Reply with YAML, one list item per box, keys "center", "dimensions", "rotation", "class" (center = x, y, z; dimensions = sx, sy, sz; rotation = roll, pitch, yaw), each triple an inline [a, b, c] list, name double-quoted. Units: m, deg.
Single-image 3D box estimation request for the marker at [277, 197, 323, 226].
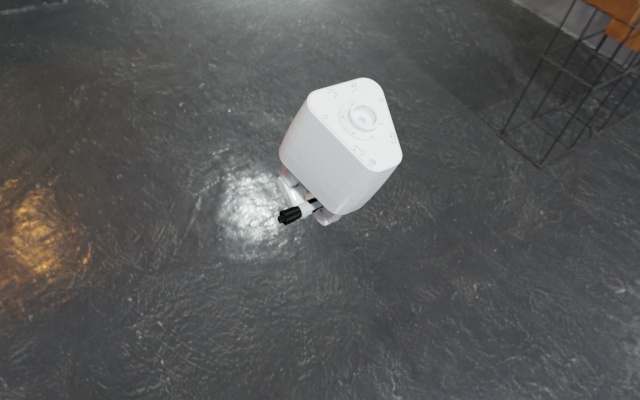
- center: [0.000, 0.002, 0.593]
  dimensions: [0.121, 0.020, 0.020]
  rotation: [-23, 11, -27]
  class: "marker"
